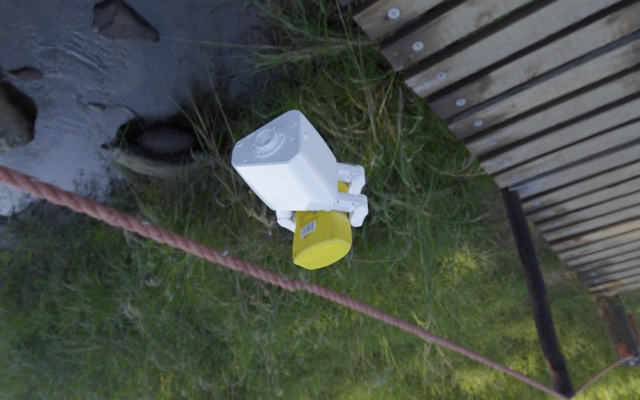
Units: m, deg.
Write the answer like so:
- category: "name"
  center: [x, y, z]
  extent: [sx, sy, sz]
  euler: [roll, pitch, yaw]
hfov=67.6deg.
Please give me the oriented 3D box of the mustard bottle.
- category: "mustard bottle"
  center: [0.000, 0.003, 0.729]
  extent: [0.058, 0.191, 0.096]
  euler: [26, -44, -32]
